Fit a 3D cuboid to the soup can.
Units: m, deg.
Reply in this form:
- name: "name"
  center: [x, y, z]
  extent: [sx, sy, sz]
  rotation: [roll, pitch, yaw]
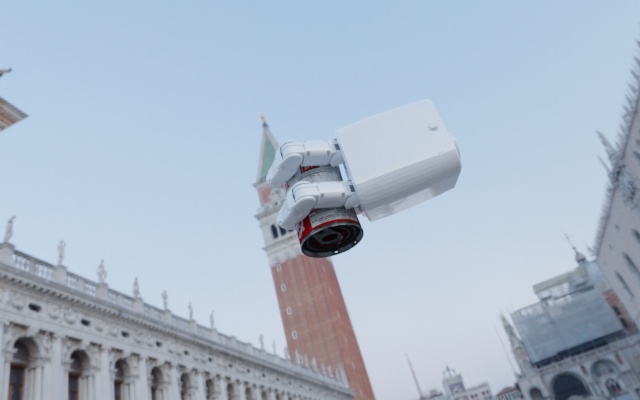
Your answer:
- name: "soup can"
  center: [0.000, 0.002, 0.522]
  extent: [0.068, 0.102, 0.068]
  rotation: [-12, -31, -8]
